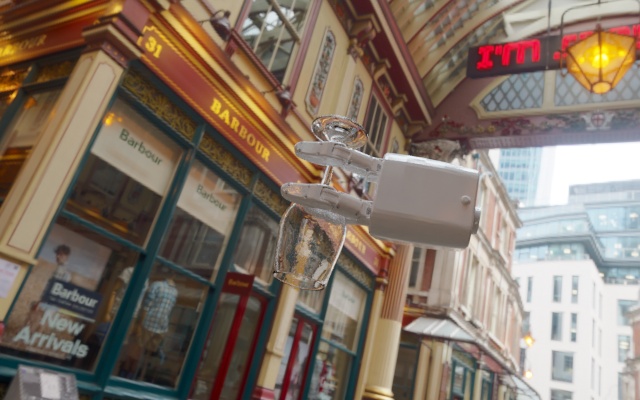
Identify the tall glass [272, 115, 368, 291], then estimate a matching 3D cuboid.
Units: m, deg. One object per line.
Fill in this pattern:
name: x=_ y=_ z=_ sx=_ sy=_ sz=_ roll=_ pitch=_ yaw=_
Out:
tall glass: x=0.000 y=0.001 z=0.569 sx=0.079 sy=0.201 sz=0.079 roll=13 pitch=-22 yaw=6
